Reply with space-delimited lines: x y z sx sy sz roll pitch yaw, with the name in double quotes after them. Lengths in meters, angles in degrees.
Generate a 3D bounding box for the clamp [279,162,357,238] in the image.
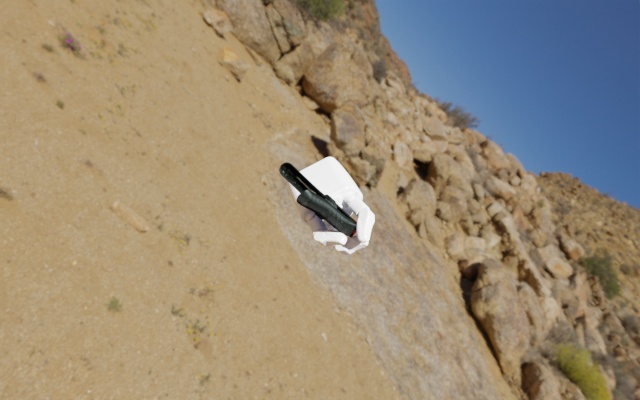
0.001 0.002 0.785 0.171 0.039 0.120 40 14 -42 "clamp"
